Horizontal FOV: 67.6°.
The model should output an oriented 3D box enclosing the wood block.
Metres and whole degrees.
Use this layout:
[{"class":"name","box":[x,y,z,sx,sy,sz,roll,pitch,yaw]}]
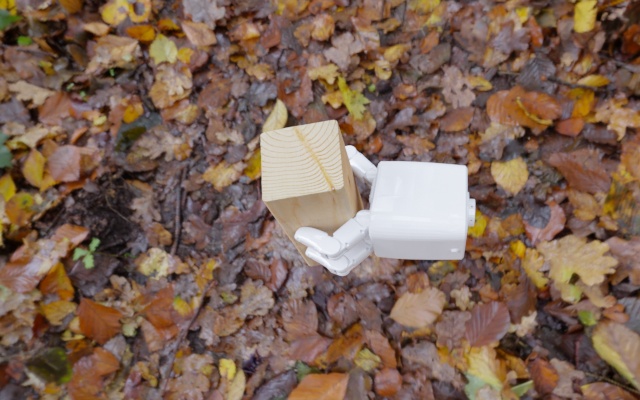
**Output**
[{"class":"wood block","box":[0.000,0.002,0.599,0.090,0.090,0.206,-9,-29,9]}]
